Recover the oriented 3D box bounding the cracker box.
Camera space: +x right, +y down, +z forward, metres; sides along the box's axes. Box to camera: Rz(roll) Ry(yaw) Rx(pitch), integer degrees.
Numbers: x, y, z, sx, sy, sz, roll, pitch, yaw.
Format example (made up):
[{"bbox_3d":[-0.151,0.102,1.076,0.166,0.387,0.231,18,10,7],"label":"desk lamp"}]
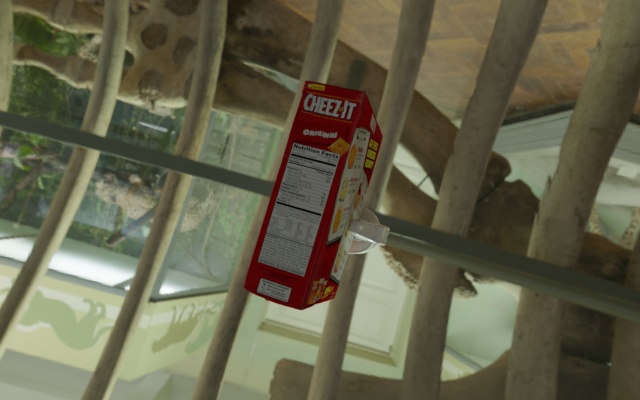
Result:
[{"bbox_3d":[0.000,0.002,0.521,0.072,0.213,0.164,15,-4,14],"label":"cracker box"}]
